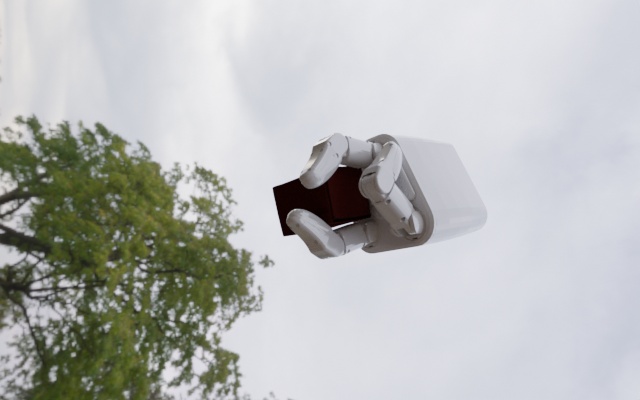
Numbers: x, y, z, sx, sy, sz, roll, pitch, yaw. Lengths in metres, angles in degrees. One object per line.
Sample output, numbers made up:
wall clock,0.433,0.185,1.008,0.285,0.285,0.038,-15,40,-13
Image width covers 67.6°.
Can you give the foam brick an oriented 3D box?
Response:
foam brick,0.000,0.001,0.463,0.051,0.053,0.078,-6,-7,-43
